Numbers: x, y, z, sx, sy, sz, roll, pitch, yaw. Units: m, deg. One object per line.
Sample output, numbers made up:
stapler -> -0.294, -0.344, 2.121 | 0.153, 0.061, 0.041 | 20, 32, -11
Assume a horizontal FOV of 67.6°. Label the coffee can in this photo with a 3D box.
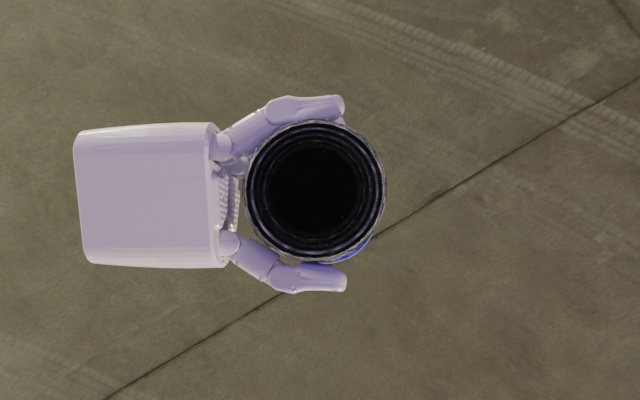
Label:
coffee can -> 0.000, 0.001, 0.402 | 0.103, 0.103, 0.140 | 0, -8, 4
